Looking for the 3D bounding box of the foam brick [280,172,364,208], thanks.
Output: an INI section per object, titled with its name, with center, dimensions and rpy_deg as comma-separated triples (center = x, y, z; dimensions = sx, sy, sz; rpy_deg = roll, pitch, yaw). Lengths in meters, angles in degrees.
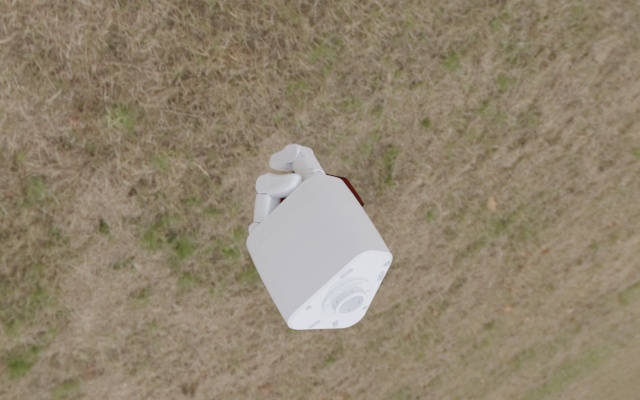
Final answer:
[foam brick]
center = 0.000, 0.002, 0.548
dimensions = 0.078, 0.053, 0.051
rpy_deg = 11, 33, -40
